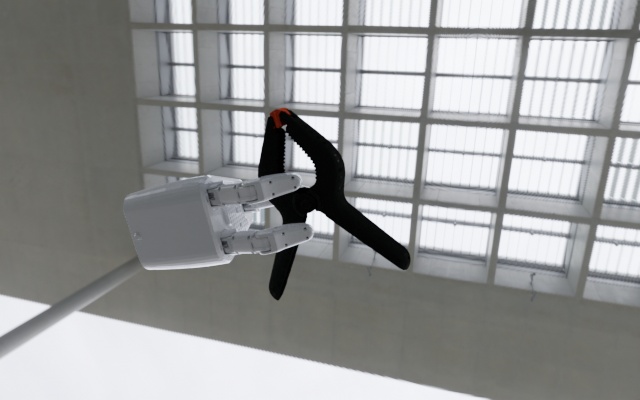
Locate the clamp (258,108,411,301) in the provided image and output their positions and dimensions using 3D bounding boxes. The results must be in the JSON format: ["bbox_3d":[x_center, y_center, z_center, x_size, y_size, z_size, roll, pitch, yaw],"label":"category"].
[{"bbox_3d":[0.000,0.001,0.510,0.164,0.210,0.036,-10,13,14],"label":"clamp"}]
